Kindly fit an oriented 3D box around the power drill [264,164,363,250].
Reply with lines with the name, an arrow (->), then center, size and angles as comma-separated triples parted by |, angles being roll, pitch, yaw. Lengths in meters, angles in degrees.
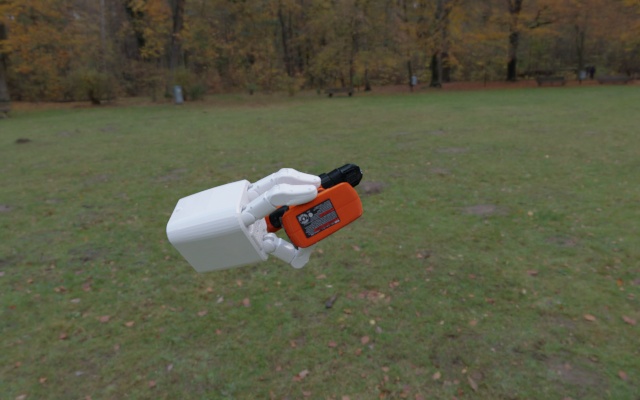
power drill -> 0.000, 0.002, 0.706 | 0.184, 0.057, 0.187 | -30, 10, -6
